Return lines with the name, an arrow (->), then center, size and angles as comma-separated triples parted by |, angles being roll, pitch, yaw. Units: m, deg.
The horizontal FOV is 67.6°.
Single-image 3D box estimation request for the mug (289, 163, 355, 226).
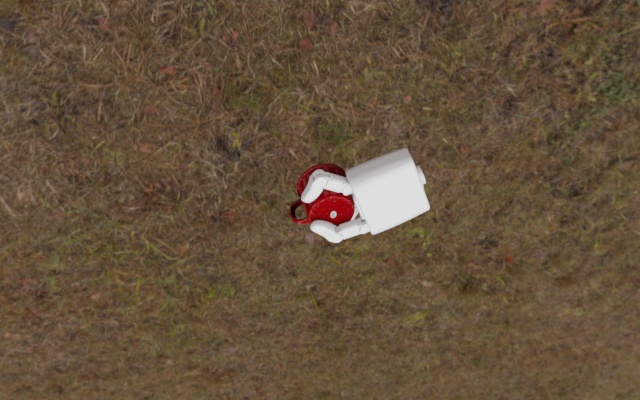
mug -> -0.001, 0.003, 0.814 | 0.117, 0.081, 0.093 | -25, -48, 8
